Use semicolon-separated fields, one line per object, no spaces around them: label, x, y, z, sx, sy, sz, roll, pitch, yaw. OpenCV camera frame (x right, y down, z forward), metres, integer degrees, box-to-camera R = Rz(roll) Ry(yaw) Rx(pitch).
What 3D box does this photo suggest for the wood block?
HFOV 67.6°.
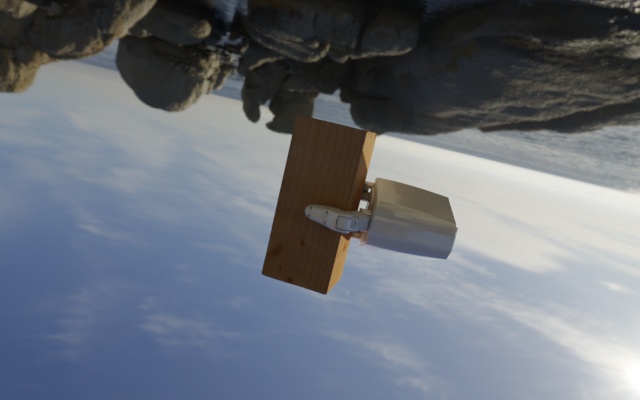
wood block;0.000;0.002;0.620;0.090;0.206;0.091;15;10;13
